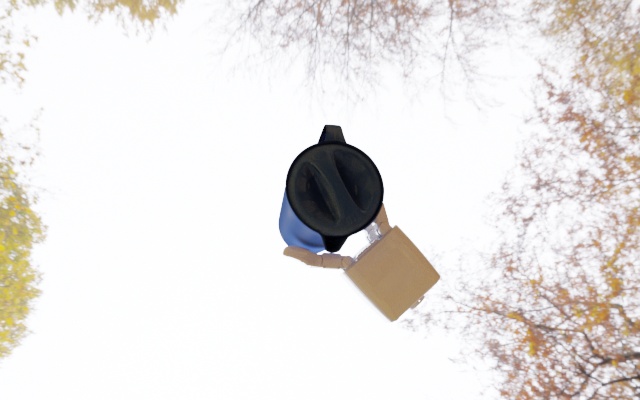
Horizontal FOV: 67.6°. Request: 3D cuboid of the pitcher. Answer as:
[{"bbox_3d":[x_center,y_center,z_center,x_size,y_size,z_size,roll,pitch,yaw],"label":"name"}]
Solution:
[{"bbox_3d":[0.000,0.003,0.736,0.149,0.145,0.243,-44,-3,-18],"label":"pitcher"}]
